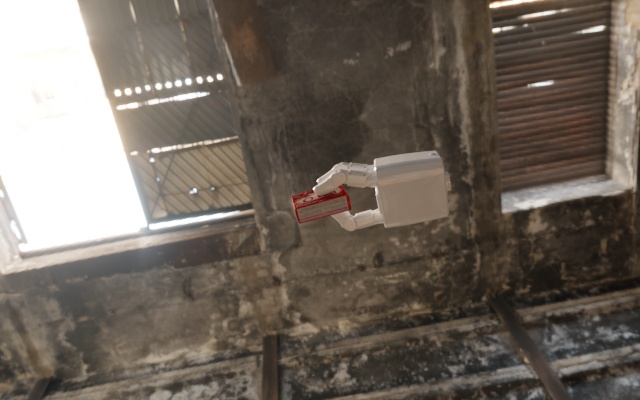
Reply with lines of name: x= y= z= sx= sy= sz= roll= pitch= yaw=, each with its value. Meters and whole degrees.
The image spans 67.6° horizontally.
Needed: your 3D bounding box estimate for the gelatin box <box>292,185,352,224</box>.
gelatin box: x=0.000 y=0.003 z=0.783 sx=0.089 sy=0.030 sz=0.073 roll=-16 pitch=19 yaw=-3
